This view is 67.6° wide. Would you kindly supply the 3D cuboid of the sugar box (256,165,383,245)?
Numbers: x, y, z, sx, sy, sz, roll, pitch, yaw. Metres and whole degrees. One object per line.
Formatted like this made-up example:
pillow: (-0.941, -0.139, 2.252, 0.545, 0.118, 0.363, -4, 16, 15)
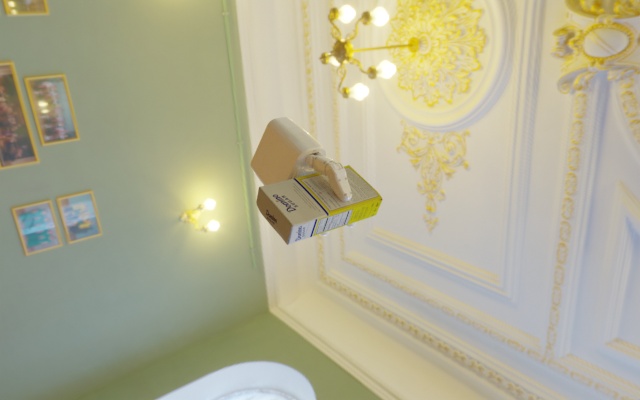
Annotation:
sugar box: (0.000, 0.003, 0.728, 0.176, 0.048, 0.093, -17, 48, -33)
